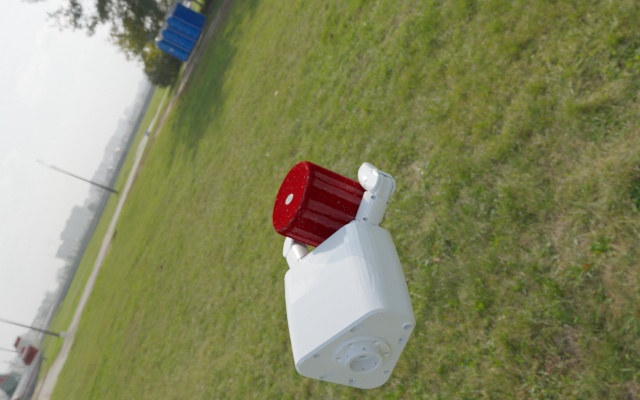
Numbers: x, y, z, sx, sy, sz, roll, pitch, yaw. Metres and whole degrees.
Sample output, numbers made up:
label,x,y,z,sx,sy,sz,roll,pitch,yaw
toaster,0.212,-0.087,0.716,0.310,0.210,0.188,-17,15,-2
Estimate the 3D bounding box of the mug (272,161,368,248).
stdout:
label,x,y,z,sx,sy,sz,roll,pitch,yaw
mug,0.000,0.001,0.515,0.081,0.093,0.117,22,30,-24
